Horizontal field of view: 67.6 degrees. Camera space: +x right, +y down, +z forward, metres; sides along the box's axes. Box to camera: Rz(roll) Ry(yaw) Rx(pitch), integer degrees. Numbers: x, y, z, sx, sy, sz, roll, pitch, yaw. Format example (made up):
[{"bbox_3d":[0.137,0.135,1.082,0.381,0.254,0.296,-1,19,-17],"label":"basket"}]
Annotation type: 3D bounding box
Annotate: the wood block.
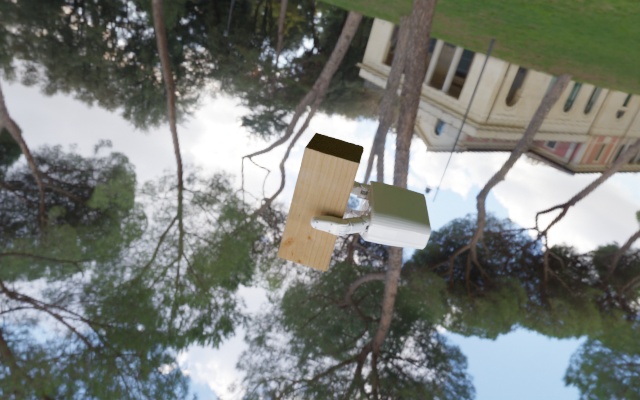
[{"bbox_3d":[0.000,0.003,0.810,0.090,0.206,0.090,17,25,3],"label":"wood block"}]
